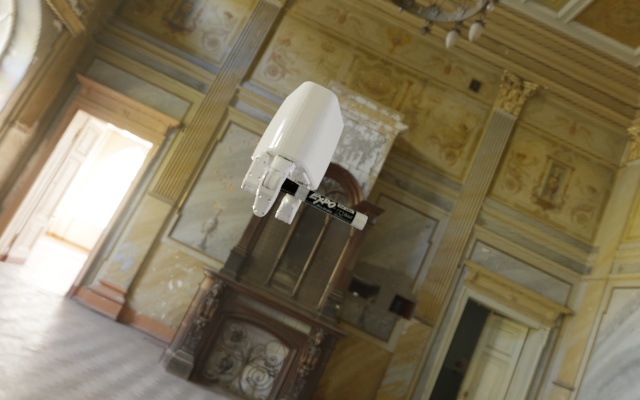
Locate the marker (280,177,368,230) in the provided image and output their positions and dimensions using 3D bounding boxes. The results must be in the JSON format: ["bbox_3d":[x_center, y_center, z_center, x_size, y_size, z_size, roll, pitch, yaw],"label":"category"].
[{"bbox_3d":[0.000,0.002,0.587,0.121,0.020,0.020,26,-1,-2],"label":"marker"}]
